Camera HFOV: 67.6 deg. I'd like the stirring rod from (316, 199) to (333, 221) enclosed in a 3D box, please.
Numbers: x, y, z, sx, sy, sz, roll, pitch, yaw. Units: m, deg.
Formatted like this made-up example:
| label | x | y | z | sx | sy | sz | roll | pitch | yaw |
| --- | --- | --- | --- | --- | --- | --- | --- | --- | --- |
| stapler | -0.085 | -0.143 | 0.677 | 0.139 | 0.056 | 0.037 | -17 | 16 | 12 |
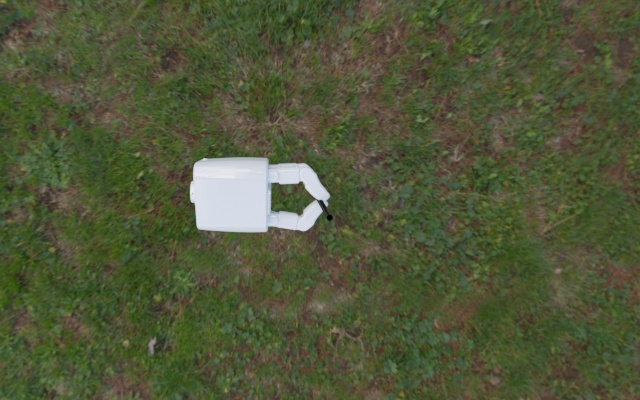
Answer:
| label | x | y | z | sx | sy | sz | roll | pitch | yaw |
| --- | --- | --- | --- | --- | --- | --- | --- | --- | --- |
| stirring rod | 0.000 | 0.002 | 0.708 | 0.011 | 0.011 | 0.239 | 0 | 9 | -6 |
